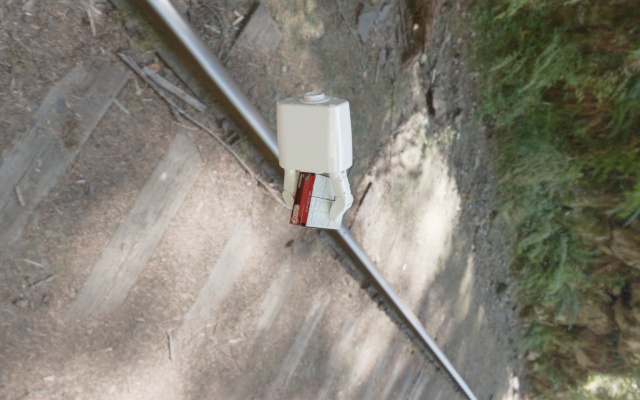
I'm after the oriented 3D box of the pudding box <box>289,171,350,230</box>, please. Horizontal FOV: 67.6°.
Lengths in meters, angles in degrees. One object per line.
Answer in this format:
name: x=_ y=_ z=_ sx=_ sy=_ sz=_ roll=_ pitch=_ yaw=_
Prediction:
pudding box: x=0.000 y=0.003 z=0.807 sx=0.039 sy=0.090 sz=0.113 roll=13 pitch=1 yaw=35
